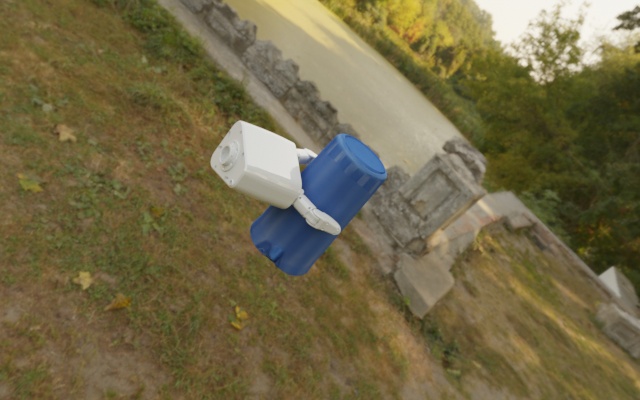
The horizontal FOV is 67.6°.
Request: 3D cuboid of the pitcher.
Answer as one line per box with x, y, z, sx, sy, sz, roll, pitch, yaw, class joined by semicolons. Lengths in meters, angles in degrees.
0.000;0.003;0.831;0.145;0.243;0.149;21;31;-40;pitcher
